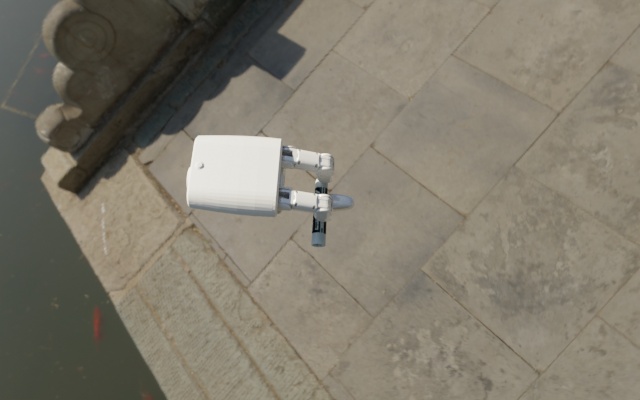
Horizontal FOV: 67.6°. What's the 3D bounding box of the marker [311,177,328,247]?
[{"bbox_3d":[0.000,0.002,0.641,0.020,0.121,0.020,3,-20,1],"label":"marker"}]
